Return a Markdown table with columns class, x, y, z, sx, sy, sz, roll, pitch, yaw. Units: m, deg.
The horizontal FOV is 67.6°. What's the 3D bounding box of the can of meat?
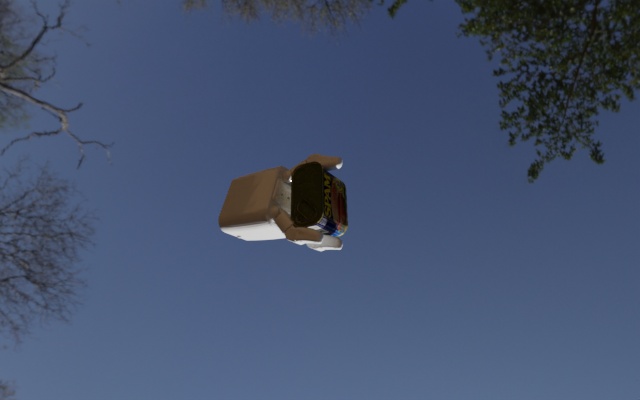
| class | x | y | z | sx | sy | sz | roll | pitch | yaw |
| --- | --- | --- | --- | --- | --- | --- | --- | --- | --- |
| can of meat | 0.000 | 0.002 | 0.748 | 0.057 | 0.102 | 0.084 | -12 | -24 | 29 |
